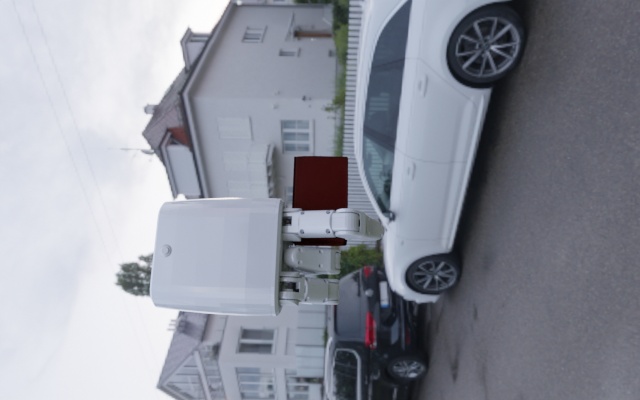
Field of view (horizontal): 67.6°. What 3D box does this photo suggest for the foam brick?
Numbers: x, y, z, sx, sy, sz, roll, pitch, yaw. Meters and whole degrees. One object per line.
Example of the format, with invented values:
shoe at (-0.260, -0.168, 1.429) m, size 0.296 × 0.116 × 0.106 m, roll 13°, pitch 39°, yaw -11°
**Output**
foam brick at (0.000, 0.001, 0.450) m, size 0.051 × 0.078 × 0.053 m, roll 1°, pitch -13°, yaw 2°
